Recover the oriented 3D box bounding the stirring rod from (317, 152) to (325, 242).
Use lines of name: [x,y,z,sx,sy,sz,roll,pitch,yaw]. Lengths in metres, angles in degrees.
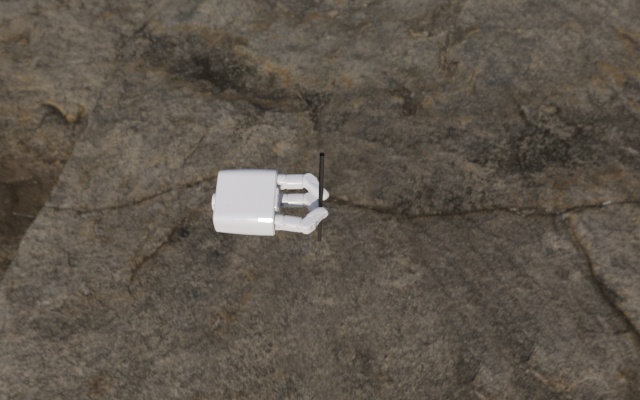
stirring rod: [0.000,0.003,0.839,0.011,0.011,0.240,0,-39,-1]
